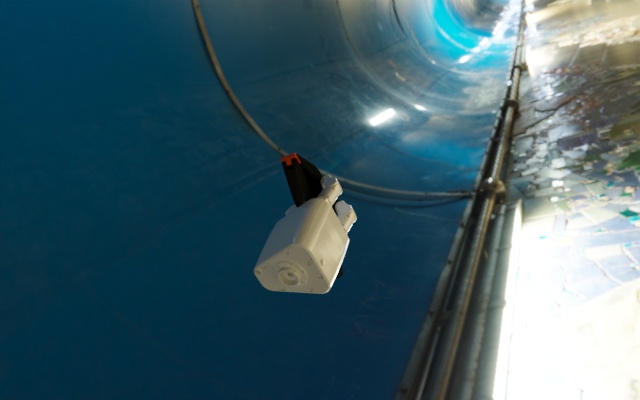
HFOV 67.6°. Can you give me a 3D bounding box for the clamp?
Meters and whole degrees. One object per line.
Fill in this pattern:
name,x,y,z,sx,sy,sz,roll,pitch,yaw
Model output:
clamp,-0.001,0.003,0.797,0.036,0.210,0.164,-17,28,25
